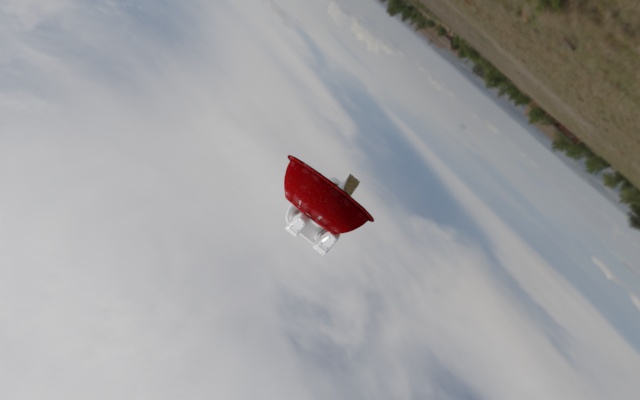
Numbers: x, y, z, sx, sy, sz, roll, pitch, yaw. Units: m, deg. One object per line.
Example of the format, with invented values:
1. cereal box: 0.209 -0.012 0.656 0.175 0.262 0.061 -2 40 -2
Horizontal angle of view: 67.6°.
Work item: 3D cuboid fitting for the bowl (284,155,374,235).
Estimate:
1. bowl: 0.000 0.002 0.712 0.162 0.055 0.162 37 -4 3
